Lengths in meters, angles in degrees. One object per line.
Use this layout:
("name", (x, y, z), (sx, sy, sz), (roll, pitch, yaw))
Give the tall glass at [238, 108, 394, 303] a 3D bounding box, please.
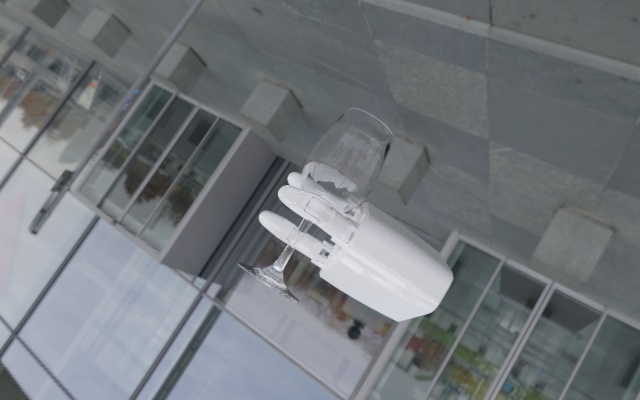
("tall glass", (0.000, 0.002, 0.501), (0.079, 0.201, 0.079), (32, -7, 5))
